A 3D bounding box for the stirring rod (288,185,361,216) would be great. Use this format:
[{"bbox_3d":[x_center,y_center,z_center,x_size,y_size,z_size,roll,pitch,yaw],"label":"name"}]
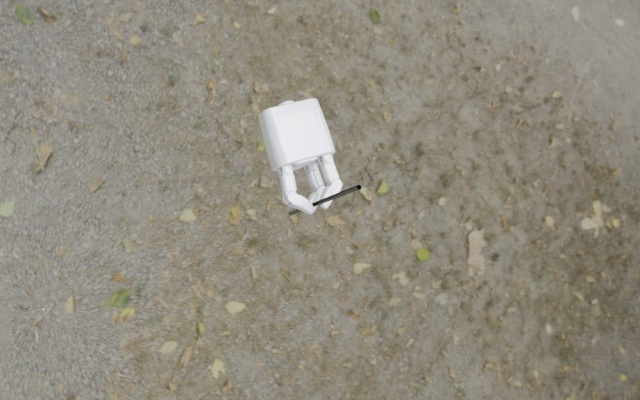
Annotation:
[{"bbox_3d":[0.000,0.003,0.833,0.011,0.011,0.239,0,-11,-30],"label":"stirring rod"}]
